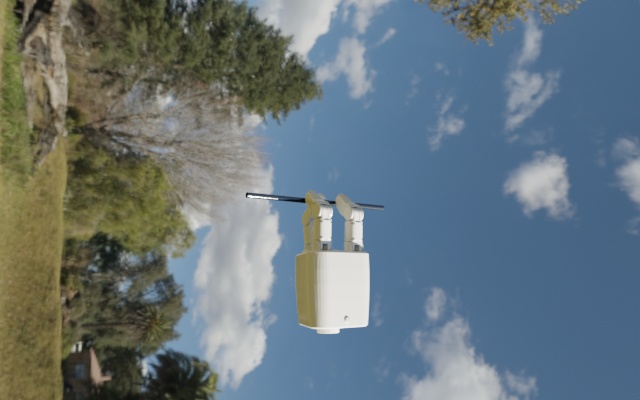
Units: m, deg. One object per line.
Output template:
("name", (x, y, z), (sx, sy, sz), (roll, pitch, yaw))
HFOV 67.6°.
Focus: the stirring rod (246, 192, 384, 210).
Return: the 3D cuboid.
("stirring rod", (0.000, 0.002, 0.724), (0.239, 0.011, 0.011), (6, -3, -31))
